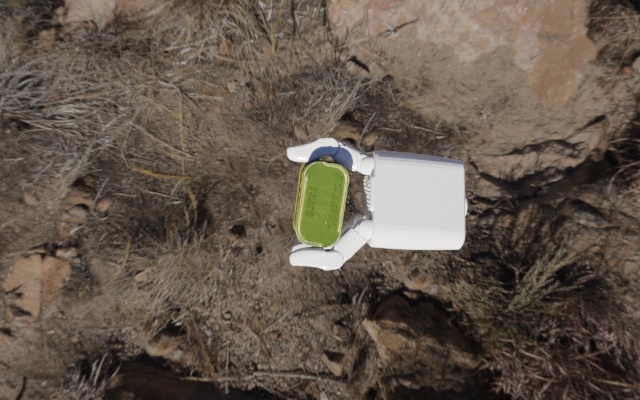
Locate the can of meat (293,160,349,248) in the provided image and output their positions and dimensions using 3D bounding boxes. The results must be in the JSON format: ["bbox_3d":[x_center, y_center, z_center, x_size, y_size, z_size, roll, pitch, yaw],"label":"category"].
[{"bbox_3d":[0.000,0.002,0.570,0.057,0.102,0.084,8,4,-4],"label":"can of meat"}]
